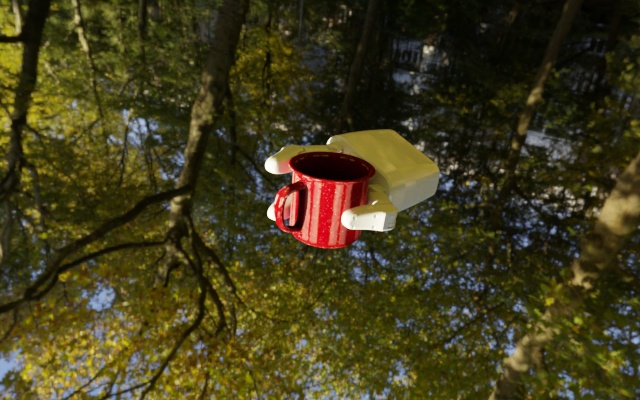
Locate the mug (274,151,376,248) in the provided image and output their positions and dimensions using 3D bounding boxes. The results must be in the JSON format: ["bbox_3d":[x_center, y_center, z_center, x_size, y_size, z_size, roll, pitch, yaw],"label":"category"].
[{"bbox_3d":[-0.001,0.002,0.517,0.117,0.081,0.093,-16,32,-40],"label":"mug"}]
